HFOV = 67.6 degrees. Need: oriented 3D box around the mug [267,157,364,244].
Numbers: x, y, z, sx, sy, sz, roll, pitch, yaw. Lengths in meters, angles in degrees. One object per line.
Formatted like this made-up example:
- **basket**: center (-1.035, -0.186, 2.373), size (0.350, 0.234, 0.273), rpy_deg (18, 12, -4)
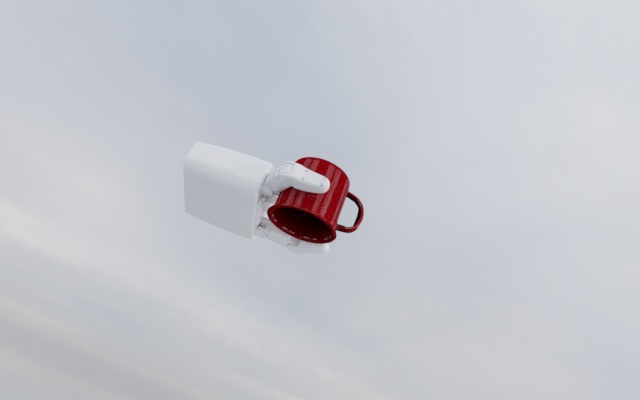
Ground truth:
- **mug**: center (0.002, 0.002, 0.615), size (0.117, 0.081, 0.093), rpy_deg (20, -27, 4)
